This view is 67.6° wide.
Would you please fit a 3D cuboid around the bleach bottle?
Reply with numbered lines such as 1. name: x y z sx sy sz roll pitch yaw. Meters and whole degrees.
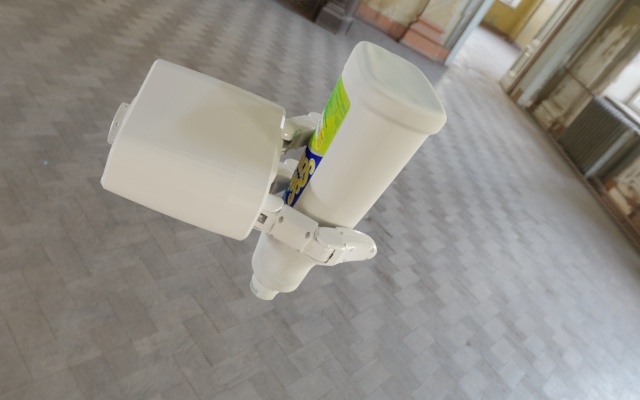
1. bleach bottle: 0.000 0.001 0.401 0.068 0.251 0.102 21 33 -17
